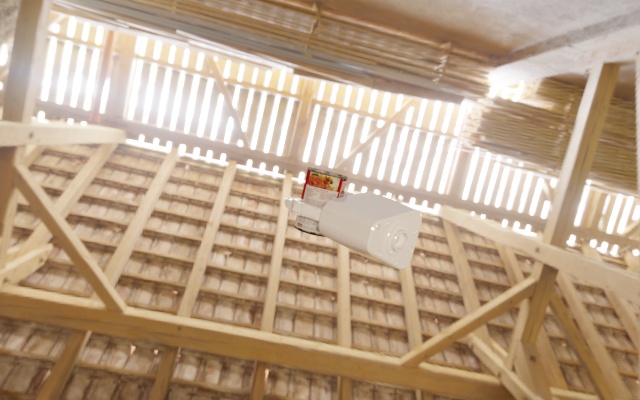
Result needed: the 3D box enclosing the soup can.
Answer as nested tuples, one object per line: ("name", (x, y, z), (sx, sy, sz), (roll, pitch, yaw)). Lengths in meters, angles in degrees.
("soup can", (0.000, 0.003, 0.788), (0.068, 0.102, 0.068), (13, 7, -2))
